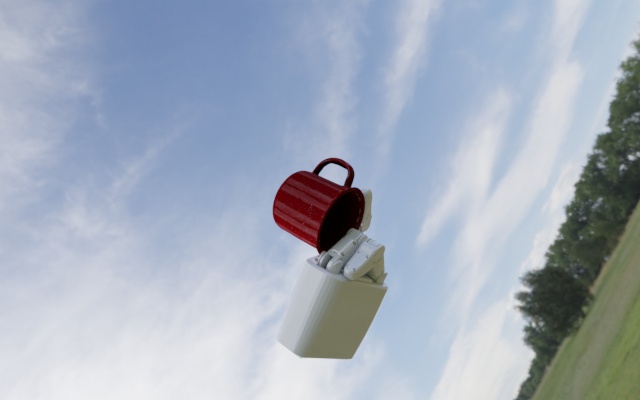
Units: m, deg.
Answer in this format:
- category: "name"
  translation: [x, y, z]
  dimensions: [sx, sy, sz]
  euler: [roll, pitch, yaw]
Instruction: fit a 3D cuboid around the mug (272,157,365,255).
- category: "mug"
  translation: [0.000, 0.001, 0.588]
  dimensions: [0.081, 0.117, 0.093]
  euler: [26, 6, 32]
